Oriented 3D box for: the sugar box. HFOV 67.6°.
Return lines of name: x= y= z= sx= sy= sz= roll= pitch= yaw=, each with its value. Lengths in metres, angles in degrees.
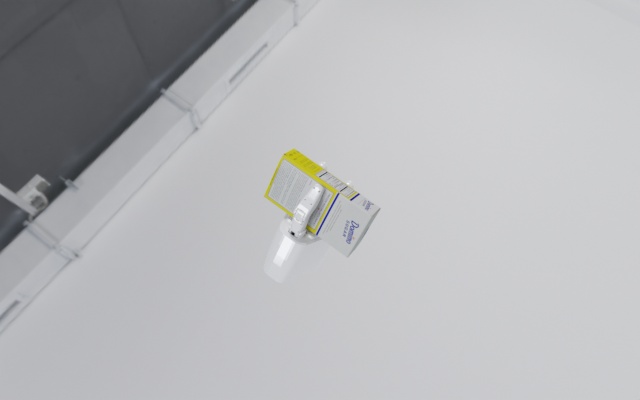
sugar box: x=0.000 y=0.002 z=0.773 sx=0.176 sy=0.093 sz=0.048 roll=35 pitch=33 yaw=11
